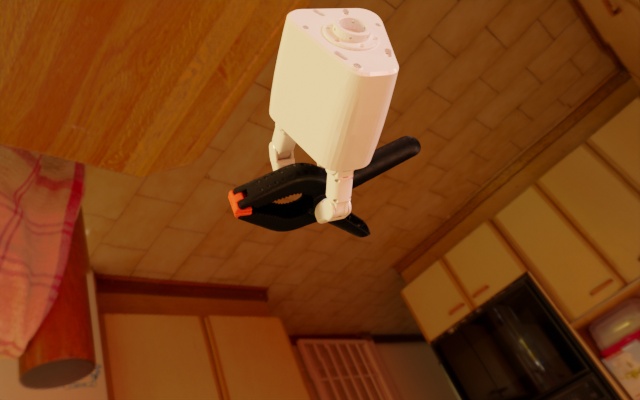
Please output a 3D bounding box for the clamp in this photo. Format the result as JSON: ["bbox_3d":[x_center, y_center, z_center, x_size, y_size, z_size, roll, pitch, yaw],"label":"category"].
[{"bbox_3d":[0.000,0.002,0.543,0.210,0.036,0.165,-10,-39,-22],"label":"clamp"}]
